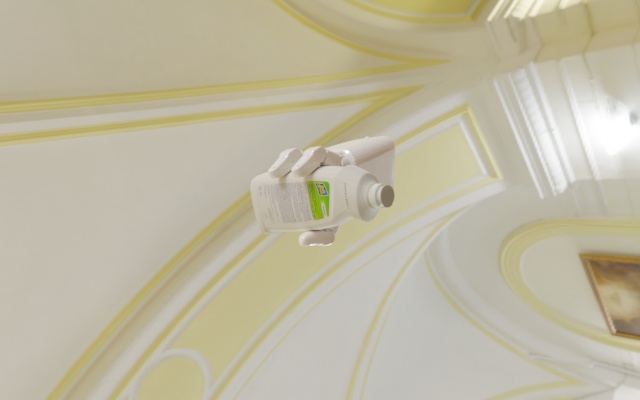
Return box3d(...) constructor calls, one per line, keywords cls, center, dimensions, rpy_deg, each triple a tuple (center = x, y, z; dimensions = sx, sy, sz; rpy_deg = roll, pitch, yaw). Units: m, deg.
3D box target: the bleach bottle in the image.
box3d(cls="bleach bottle", center=(0.000, 0.002, 0.686), dimensions=(0.068, 0.102, 0.251), rpy_deg=(-23, 16, -40))
